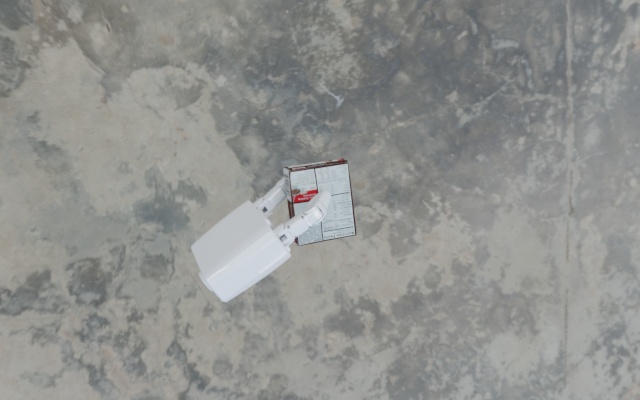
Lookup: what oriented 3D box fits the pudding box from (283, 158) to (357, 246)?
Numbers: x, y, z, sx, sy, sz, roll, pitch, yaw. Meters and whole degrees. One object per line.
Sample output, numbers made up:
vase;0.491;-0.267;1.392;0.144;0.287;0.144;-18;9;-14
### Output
pudding box;0.000;0.002;0.682;0.090;0.113;0.039;-10;14;-13
